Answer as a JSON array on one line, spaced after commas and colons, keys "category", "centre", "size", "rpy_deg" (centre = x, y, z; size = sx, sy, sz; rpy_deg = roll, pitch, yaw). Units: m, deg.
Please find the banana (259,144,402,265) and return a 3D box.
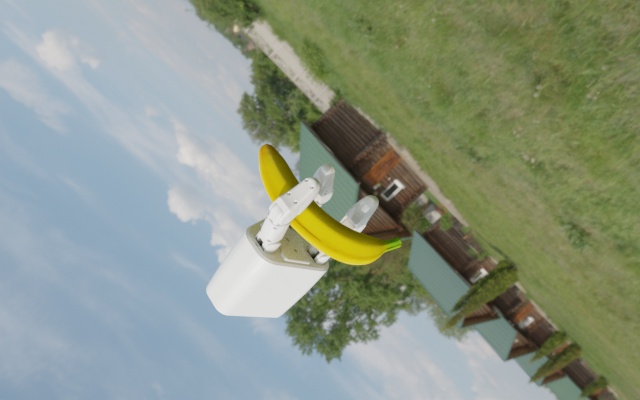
[{"category": "banana", "centre": [-0.006, 0.013, 0.534], "size": [0.198, 0.037, 0.069], "rpy_deg": [38, 43, 5]}]
